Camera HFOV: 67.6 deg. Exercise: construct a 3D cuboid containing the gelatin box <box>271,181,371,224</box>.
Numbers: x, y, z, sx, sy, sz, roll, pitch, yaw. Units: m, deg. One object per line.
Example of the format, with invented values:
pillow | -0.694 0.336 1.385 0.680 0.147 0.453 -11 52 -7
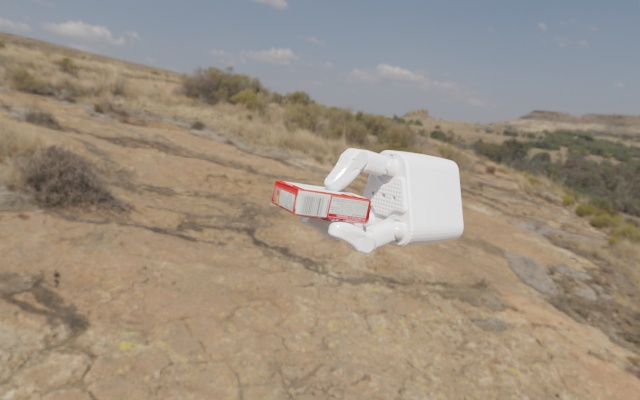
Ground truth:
gelatin box | 0.000 0.001 0.526 0.089 0.030 0.073 8 6 -25
